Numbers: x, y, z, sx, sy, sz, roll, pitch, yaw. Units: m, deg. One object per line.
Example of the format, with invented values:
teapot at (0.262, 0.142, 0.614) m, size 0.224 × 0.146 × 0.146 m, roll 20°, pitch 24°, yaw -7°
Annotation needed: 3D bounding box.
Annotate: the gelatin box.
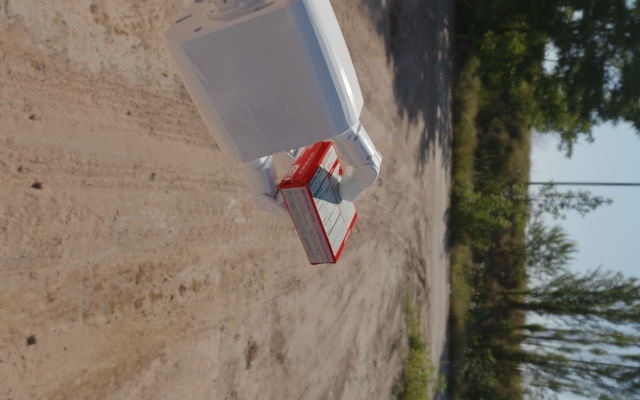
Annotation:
gelatin box at (0.001, 0.002, 0.433) m, size 0.030 × 0.089 × 0.073 m, roll -6°, pitch 32°, yaw 26°
